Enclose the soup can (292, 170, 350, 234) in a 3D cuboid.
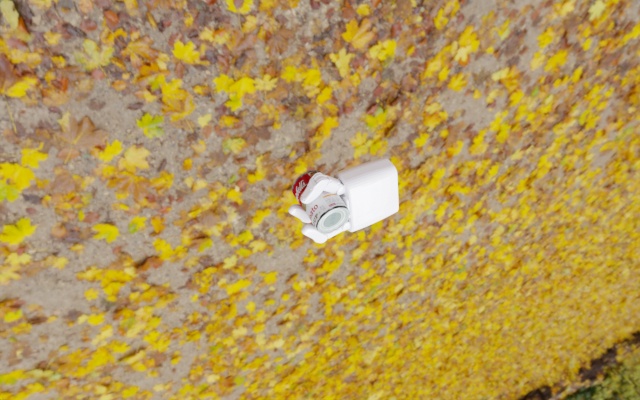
[{"bbox_3d":[0.000,0.003,0.862,0.068,0.068,0.102,0,41,-38],"label":"soup can"}]
